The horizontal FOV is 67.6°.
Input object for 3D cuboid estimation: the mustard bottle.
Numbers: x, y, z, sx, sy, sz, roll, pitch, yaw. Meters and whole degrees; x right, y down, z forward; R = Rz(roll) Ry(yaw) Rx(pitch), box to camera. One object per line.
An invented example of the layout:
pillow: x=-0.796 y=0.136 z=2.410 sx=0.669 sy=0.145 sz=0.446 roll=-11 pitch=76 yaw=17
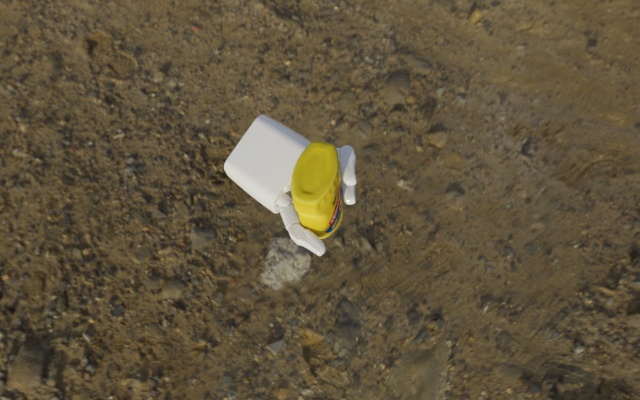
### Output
mustard bottle: x=0.000 y=0.002 z=0.694 sx=0.058 sy=0.096 sz=0.192 roll=11 pitch=-24 yaw=10
